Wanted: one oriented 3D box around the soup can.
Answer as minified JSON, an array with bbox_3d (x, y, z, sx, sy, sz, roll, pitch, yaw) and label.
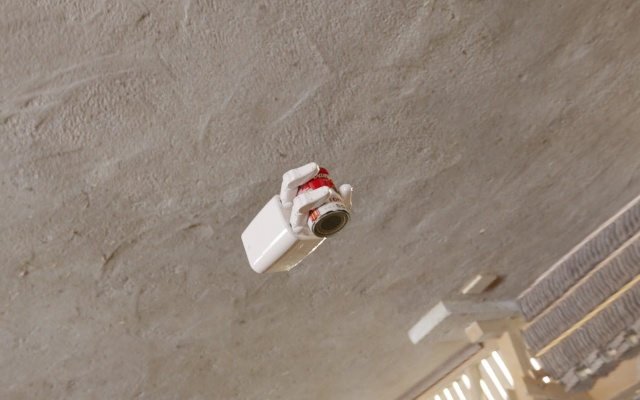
[{"bbox_3d":[0.001,0.003,0.787,0.068,0.102,0.069,-16,-38,-13],"label":"soup can"}]
